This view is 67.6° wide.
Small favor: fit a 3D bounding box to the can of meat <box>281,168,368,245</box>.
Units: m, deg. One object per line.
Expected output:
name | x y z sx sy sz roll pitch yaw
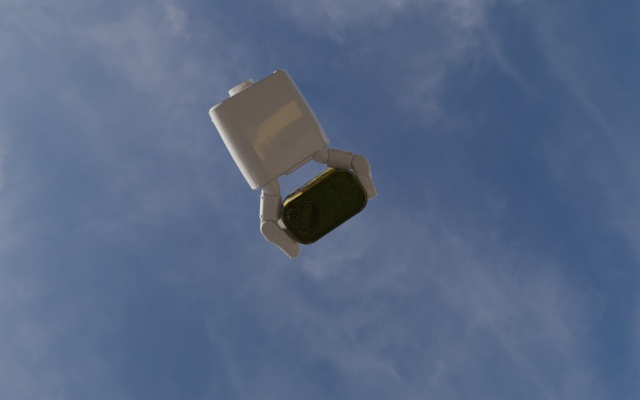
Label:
can of meat | 0.000 0.002 0.597 0.102 0.057 0.084 -34 11 -1
